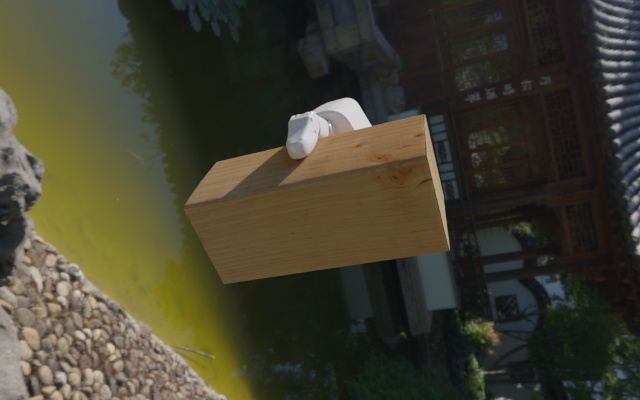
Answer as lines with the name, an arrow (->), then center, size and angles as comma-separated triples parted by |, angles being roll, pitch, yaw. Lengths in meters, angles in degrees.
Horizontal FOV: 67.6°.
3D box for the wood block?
wood block -> 0.000, 0.001, 0.427 | 0.206, 0.091, 0.090 | -11, 29, 17
